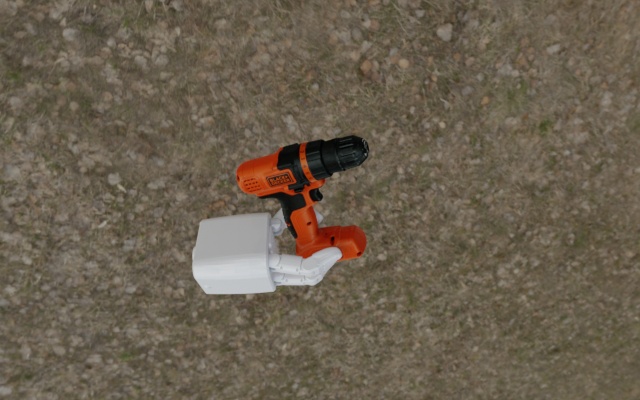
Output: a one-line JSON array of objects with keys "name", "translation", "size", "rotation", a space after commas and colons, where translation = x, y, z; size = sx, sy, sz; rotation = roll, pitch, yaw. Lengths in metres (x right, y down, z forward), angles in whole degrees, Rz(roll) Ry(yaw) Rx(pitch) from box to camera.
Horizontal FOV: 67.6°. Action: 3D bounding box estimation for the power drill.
[{"name": "power drill", "translation": [0.000, 0.003, 0.662], "size": [0.184, 0.188, 0.057], "rotation": [-11, 35, 22]}]
